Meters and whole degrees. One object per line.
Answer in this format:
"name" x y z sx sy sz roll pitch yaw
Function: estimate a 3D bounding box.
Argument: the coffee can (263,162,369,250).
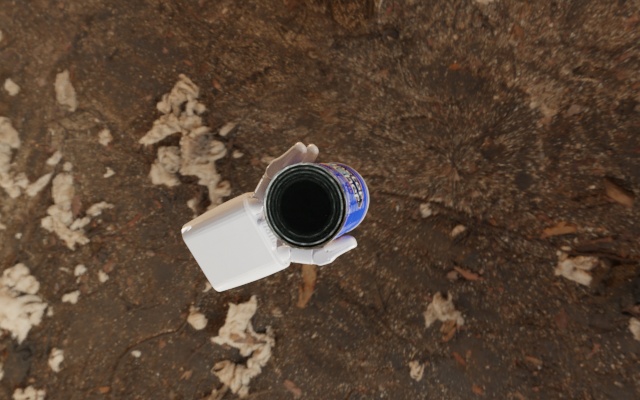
"coffee can" 0.000 0.002 0.616 0.103 0.103 0.140 0 4 16
